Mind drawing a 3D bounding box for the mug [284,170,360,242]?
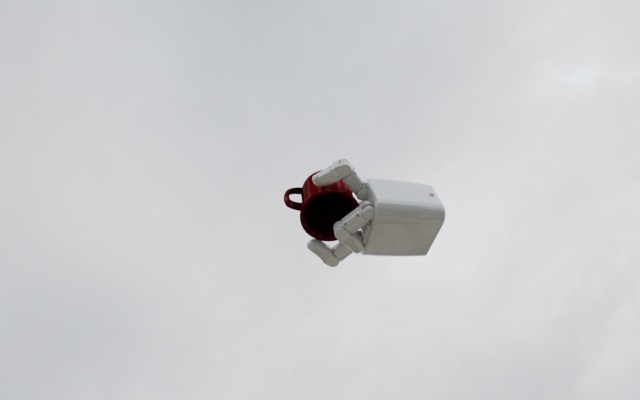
[{"bbox_3d":[-0.001,0.002,0.748,0.117,0.093,0.081,6,30,-9],"label":"mug"}]
